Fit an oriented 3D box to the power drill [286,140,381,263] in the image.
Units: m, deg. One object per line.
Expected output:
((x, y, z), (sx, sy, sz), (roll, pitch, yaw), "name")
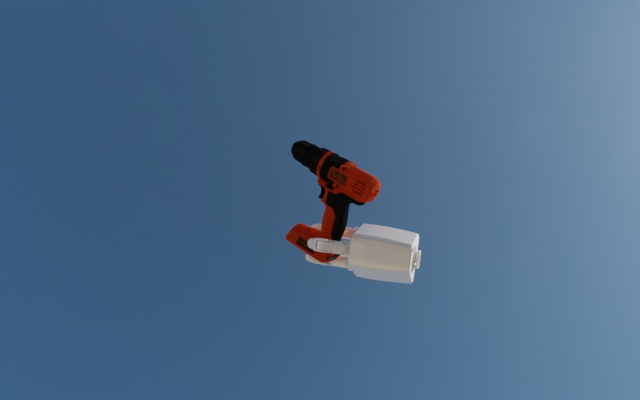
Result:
((0.000, 0.003, 0.864), (0.184, 0.188, 0.057), (32, 26, 26), "power drill")
